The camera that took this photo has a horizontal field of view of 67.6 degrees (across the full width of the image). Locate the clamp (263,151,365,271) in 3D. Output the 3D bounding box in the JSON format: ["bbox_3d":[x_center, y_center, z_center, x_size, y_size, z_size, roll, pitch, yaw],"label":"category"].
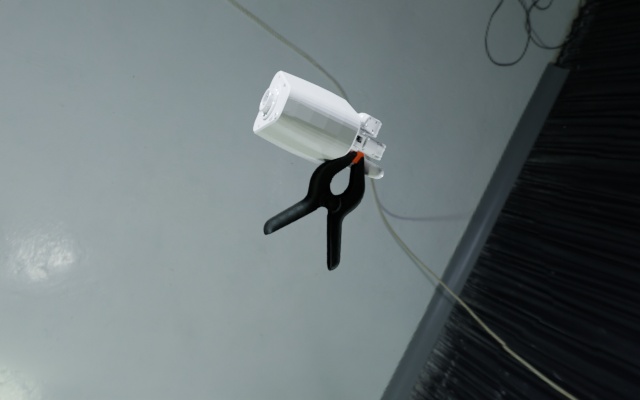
[{"bbox_3d":[0.000,0.002,0.659,0.120,0.171,0.039,22,1,-22],"label":"clamp"}]
